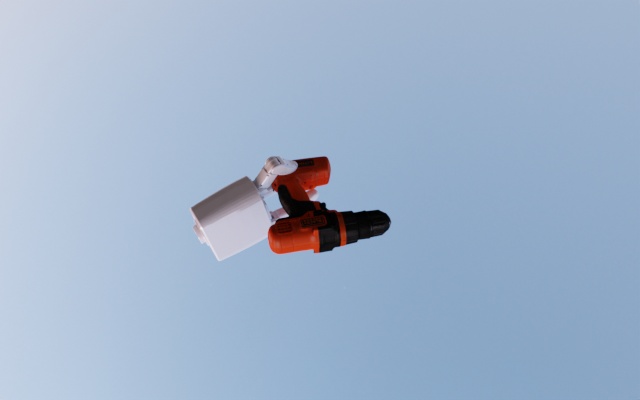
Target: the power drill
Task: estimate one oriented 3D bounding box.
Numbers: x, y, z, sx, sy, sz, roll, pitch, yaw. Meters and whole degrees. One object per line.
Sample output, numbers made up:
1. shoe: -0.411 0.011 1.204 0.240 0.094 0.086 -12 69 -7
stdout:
1. power drill: 0.000 0.002 0.756 0.184 0.057 0.187 -8 38 -10
